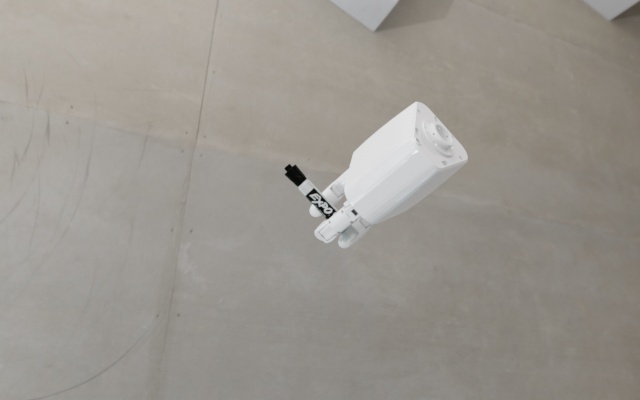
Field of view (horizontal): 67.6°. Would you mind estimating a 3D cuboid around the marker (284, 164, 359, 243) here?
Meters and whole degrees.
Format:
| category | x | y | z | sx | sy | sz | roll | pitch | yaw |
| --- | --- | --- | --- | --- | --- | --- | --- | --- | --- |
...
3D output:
| category | x | y | z | sx | sy | sz | roll | pitch | yaw |
| --- | --- | --- | --- | --- | --- | --- | --- | --- | --- |
| marker | 0.000 | 0.002 | 0.587 | 0.020 | 0.121 | 0.020 | -43 | 3 | 3 |
